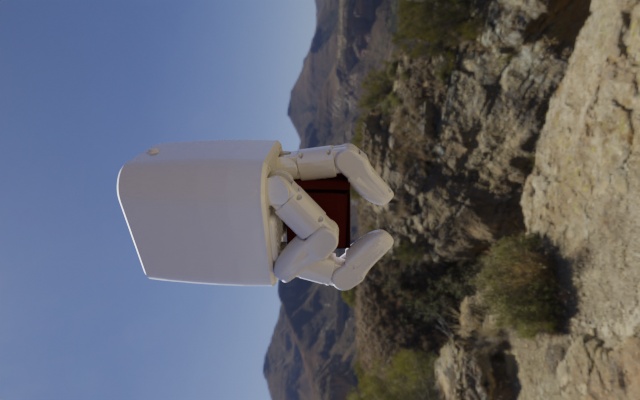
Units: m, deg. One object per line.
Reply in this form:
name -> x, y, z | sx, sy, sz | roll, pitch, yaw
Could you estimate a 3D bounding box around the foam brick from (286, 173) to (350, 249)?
foam brick -> 0.000, 0.001, 0.410 | 0.051, 0.053, 0.078 | 0, 21, 4
